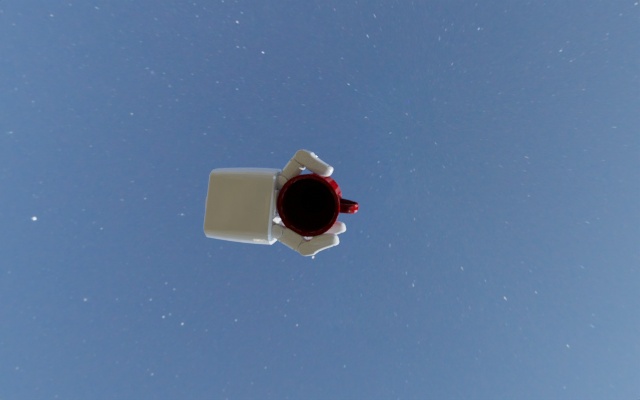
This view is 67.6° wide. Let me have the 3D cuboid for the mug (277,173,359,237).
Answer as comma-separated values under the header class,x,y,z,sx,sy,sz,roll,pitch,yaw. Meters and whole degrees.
class,x,y,z,sx,sy,sz,roll,pitch,yaw
mug,0.002,0.002,0.728,0.117,0.093,0.081,5,10,9
